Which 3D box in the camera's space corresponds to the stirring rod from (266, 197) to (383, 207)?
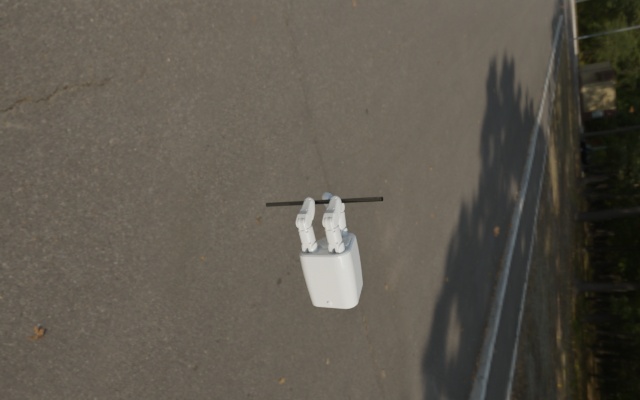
[{"bbox_3d":[0.000,0.003,0.861,0.239,0.011,0.011,-3,-2,31],"label":"stirring rod"}]
